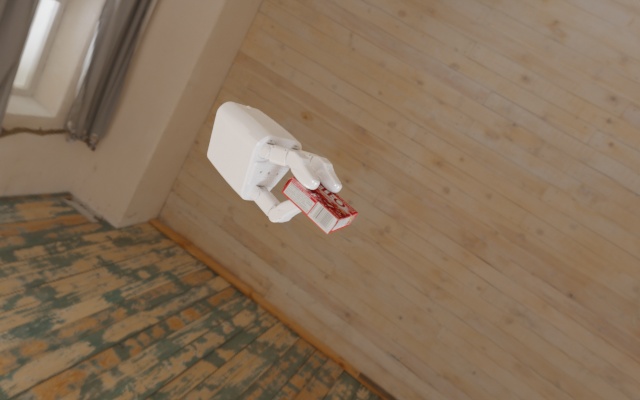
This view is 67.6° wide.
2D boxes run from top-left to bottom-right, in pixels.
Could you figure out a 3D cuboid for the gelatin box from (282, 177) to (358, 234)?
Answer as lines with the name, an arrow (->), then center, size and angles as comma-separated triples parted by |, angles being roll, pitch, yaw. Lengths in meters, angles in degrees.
gelatin box -> 0.000, 0.003, 0.653 | 0.089, 0.030, 0.073 | 42, 20, 15
